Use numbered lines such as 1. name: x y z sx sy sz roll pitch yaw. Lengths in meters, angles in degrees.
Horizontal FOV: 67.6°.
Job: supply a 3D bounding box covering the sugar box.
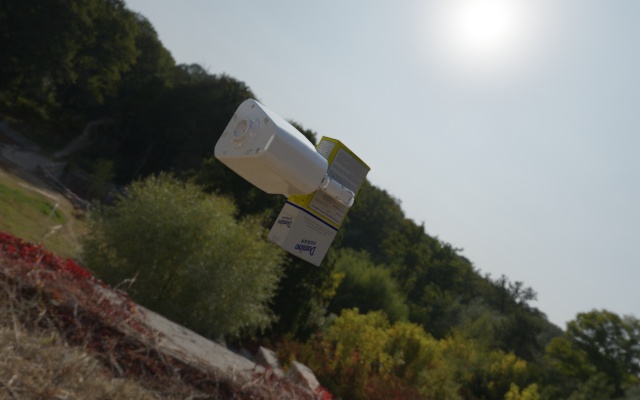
1. sugar box: 0.000 0.002 0.720 0.048 0.176 0.093 27 -5 46
